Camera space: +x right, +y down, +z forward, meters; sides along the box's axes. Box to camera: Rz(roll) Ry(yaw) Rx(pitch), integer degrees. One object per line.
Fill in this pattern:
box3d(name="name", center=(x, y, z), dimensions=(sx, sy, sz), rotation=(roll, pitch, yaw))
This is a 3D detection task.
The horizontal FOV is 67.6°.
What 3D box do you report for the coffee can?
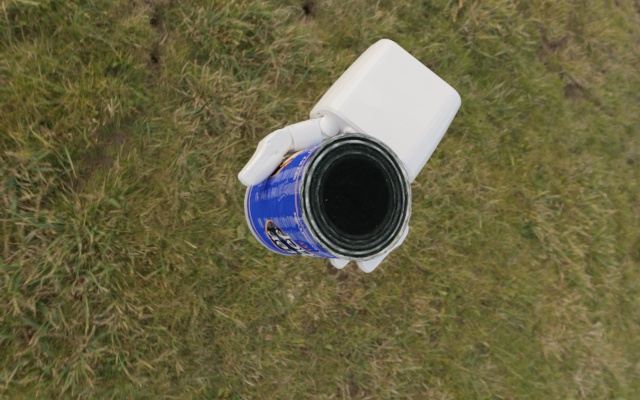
box3d(name="coffee can", center=(0.000, 0.002, 0.437), dimensions=(0.103, 0.103, 0.140), rotation=(0, -4, -26))
